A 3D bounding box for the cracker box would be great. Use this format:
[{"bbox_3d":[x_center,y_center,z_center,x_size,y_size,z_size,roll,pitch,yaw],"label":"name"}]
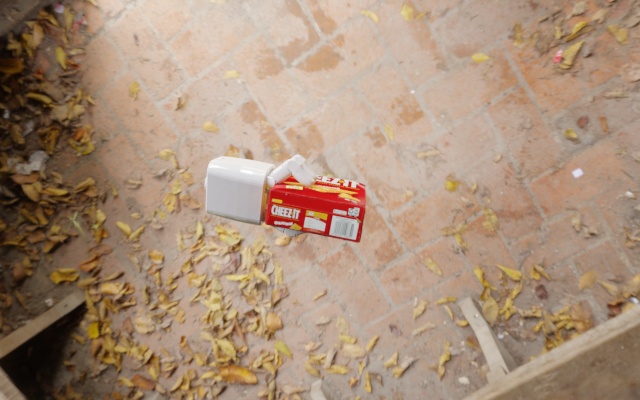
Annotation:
[{"bbox_3d":[0.000,0.003,0.885,0.164,0.072,0.213,11,13,3],"label":"cracker box"}]
